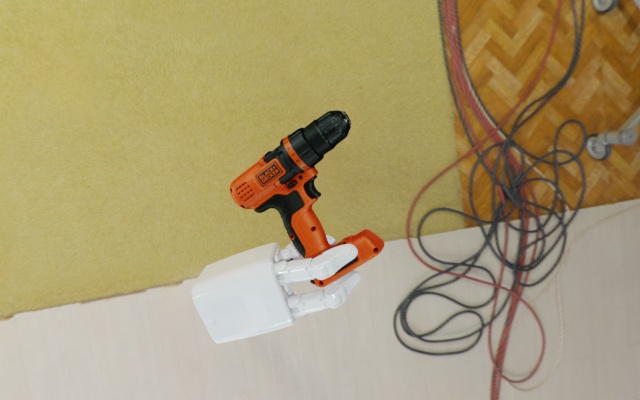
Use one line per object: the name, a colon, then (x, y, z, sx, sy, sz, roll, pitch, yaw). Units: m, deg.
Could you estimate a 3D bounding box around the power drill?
power drill: (0.000, 0.003, 0.615, 0.184, 0.187, 0.057, -34, 2, 18)
